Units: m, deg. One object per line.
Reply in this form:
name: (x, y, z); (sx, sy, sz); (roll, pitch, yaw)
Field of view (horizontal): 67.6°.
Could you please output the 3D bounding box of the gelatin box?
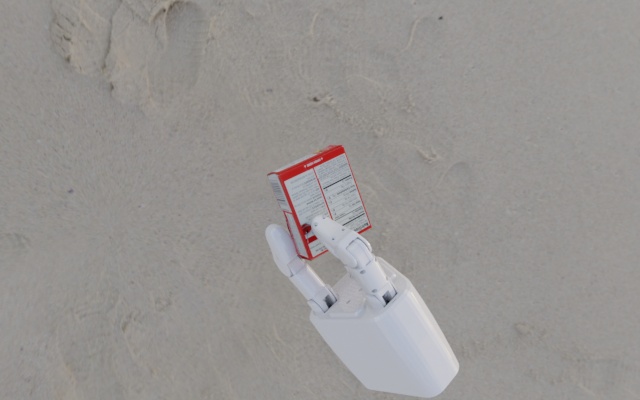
gelatin box: (0.000, 0.001, 0.450); (0.073, 0.089, 0.030); (-27, 16, -25)
